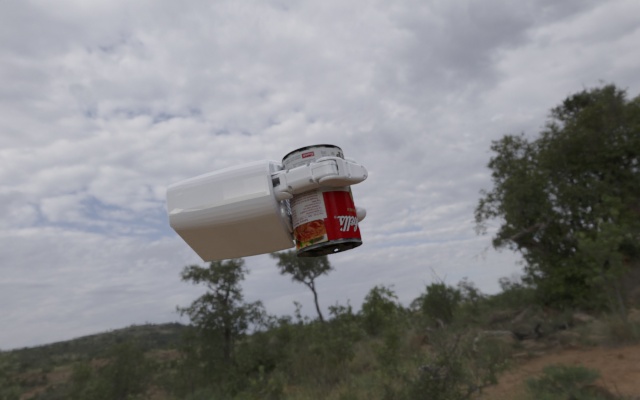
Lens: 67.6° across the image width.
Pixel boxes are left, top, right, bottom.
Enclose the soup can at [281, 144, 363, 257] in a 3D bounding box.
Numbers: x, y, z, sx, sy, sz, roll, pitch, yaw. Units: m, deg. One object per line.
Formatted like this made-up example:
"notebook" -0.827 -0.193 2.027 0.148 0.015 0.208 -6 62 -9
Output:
"soup can" 0.000 0.001 0.491 0.068 0.102 0.068 -10 -15 -3
